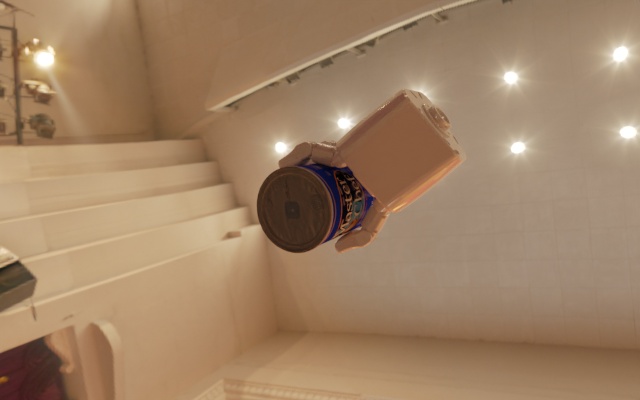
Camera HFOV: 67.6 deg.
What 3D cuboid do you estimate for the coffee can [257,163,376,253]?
[{"bbox_3d":[0.000,0.002,0.615,0.103,0.103,0.140,0,8,29],"label":"coffee can"}]
